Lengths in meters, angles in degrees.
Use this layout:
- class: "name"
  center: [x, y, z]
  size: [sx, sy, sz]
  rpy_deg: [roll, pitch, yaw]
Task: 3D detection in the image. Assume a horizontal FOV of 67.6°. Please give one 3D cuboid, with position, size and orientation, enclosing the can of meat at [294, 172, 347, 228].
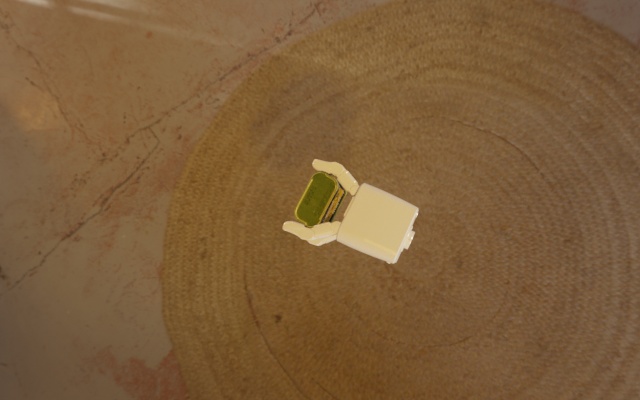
- class: "can of meat"
  center: [0.000, 0.003, 0.857]
  size: [0.057, 0.102, 0.084]
  rpy_deg: [27, -1, 13]
